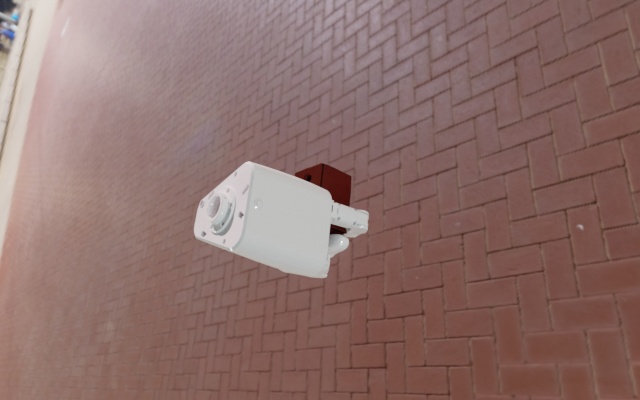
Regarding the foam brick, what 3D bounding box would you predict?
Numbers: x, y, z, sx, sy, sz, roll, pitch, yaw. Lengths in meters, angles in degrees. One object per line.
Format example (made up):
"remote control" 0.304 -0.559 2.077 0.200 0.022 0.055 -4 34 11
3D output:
"foam brick" 0.000 0.002 0.582 0.051 0.078 0.053 22 -25 -37
